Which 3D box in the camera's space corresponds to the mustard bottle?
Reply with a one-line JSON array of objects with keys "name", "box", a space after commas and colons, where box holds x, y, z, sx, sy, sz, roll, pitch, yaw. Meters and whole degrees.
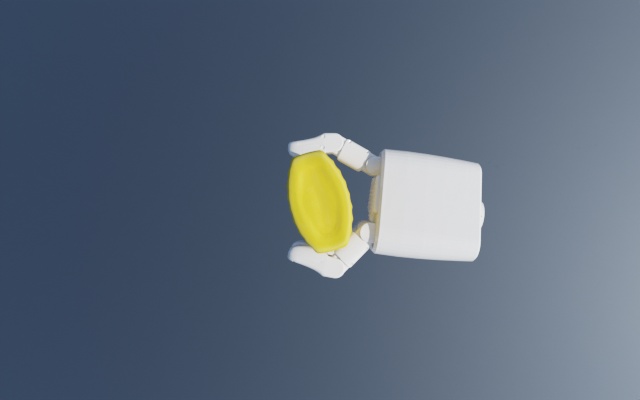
[{"name": "mustard bottle", "box": [0.000, 0.002, 0.533, 0.058, 0.096, 0.191, -17, 0, 0]}]
